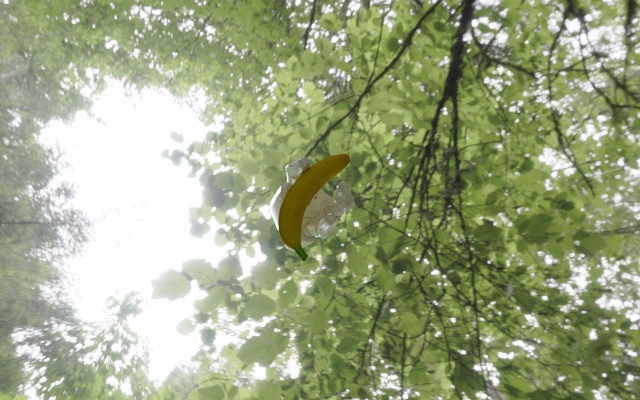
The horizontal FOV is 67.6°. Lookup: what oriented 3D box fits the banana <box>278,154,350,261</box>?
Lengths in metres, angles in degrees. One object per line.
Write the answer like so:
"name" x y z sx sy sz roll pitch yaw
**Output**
"banana" -0.018 -0.003 0.740 0.069 0.197 0.037 26 -26 -4
